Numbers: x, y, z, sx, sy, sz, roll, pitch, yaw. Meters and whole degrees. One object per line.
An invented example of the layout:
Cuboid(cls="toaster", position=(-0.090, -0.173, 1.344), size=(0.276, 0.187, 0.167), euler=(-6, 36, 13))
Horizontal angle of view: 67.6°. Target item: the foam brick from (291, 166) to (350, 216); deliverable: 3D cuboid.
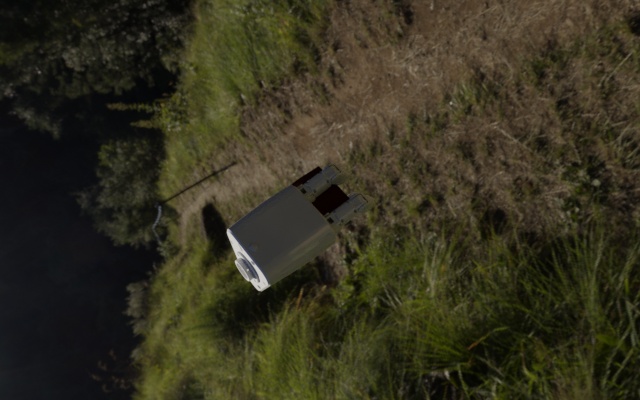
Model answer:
Cuboid(cls="foam brick", position=(0.000, 0.002, 0.672), size=(0.051, 0.078, 0.053), euler=(-34, -21, -21))
